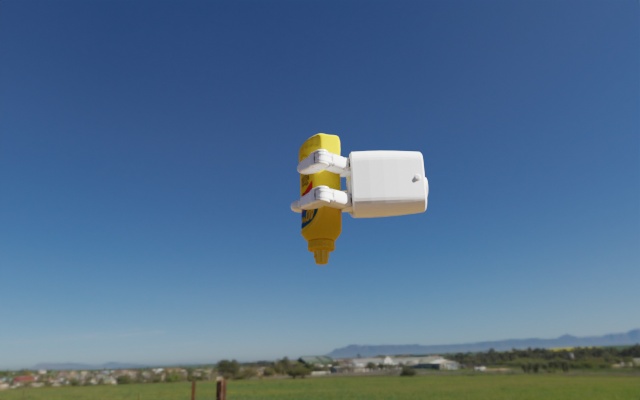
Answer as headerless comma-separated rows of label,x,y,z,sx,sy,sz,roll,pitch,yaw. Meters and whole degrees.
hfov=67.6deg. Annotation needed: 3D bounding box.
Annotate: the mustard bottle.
mustard bottle,0.000,0.002,0.731,0.058,0.191,0.096,6,-19,-22
